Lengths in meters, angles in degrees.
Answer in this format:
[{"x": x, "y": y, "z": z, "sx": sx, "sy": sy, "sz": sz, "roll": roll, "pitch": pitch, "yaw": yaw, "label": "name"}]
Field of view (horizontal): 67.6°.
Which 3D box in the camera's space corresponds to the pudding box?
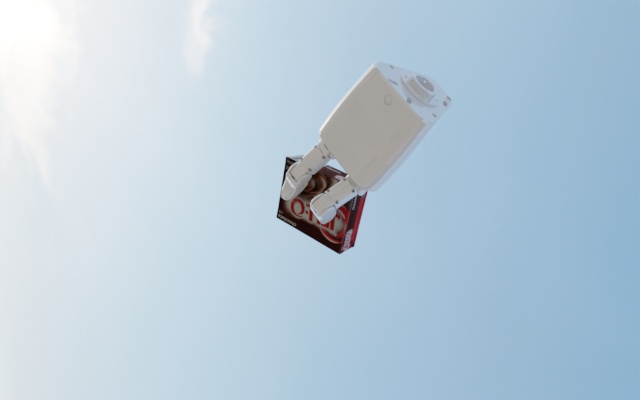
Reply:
[{"x": 0.000, "y": 0.002, "z": 0.603, "sx": 0.113, "sy": 0.090, "sz": 0.039, "roll": 29, "pitch": 29, "yaw": 33, "label": "pudding box"}]
